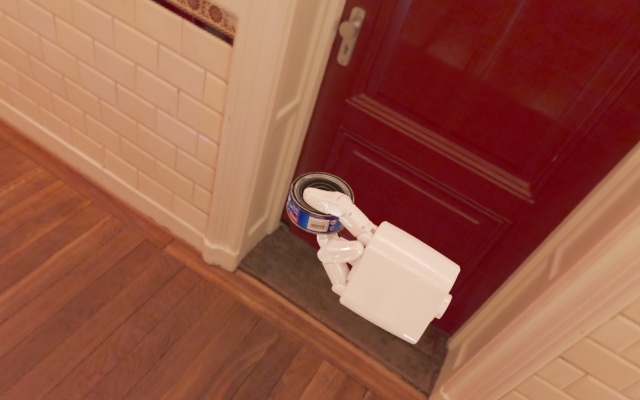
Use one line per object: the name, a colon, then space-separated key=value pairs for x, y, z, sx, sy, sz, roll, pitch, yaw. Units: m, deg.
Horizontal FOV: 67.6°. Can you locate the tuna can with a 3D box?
tuna can: x=0.000 y=0.002 z=0.622 sx=0.086 sy=0.034 sz=0.086 roll=7 pitch=43 yaw=-7
